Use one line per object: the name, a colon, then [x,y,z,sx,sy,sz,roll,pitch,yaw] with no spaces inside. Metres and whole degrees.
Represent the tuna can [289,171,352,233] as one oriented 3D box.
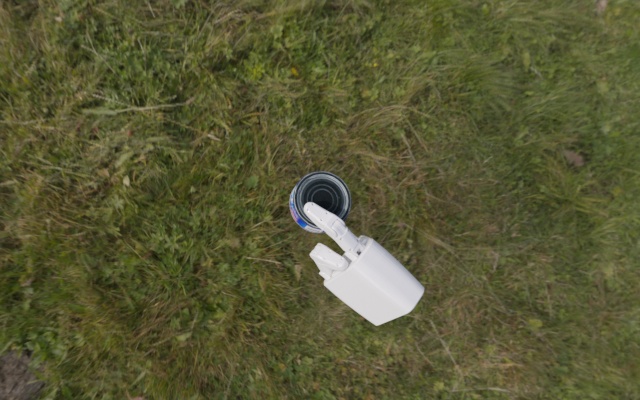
tuna can: [0.000,0.002,0.681,0.086,0.086,0.034,0,-12,-12]
